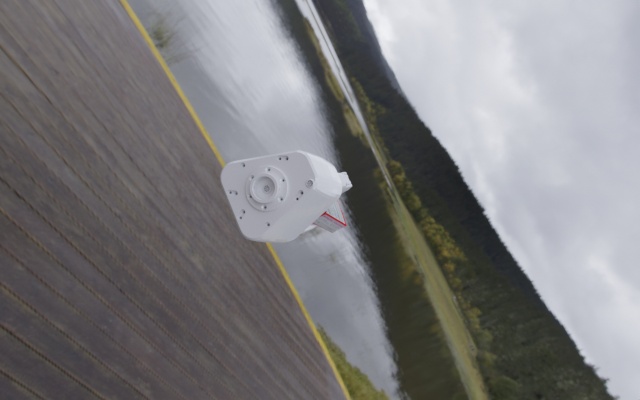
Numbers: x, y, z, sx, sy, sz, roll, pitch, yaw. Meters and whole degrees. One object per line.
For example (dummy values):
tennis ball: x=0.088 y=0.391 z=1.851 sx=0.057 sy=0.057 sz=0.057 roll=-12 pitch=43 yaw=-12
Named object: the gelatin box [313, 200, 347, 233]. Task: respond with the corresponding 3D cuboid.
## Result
gelatin box: x=0.001 y=0.002 z=0.695 sx=0.030 sy=0.073 sz=0.089 roll=-26 pitch=-23 yaw=16
